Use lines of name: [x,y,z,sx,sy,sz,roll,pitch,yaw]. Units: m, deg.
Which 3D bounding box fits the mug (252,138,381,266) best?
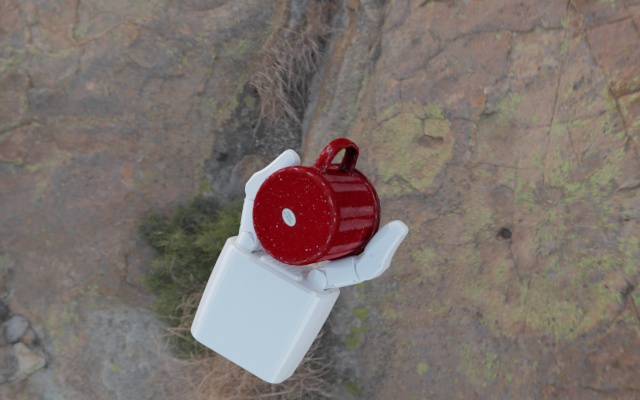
mug: [0.001,0.000,0.411,0.093,0.117,0.081,32,15,23]
